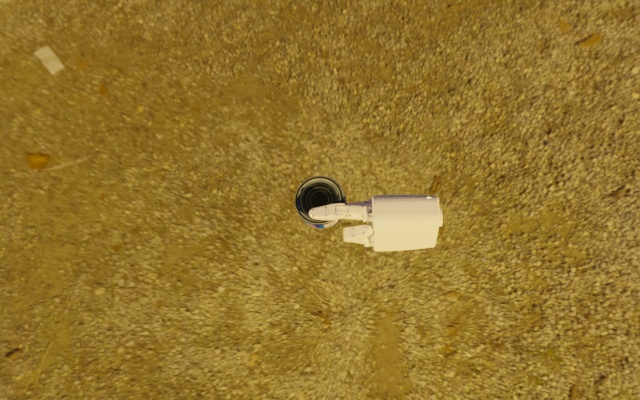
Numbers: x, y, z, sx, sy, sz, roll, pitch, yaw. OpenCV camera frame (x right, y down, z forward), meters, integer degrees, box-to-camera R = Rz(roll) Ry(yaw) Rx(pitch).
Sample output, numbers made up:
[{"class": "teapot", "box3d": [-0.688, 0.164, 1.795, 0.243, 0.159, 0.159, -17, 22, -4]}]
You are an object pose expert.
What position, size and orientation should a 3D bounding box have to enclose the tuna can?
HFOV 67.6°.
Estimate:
[{"class": "tuna can", "box3d": [0.000, 0.002, 0.799, 0.086, 0.086, 0.034, 0, -13, 9]}]
